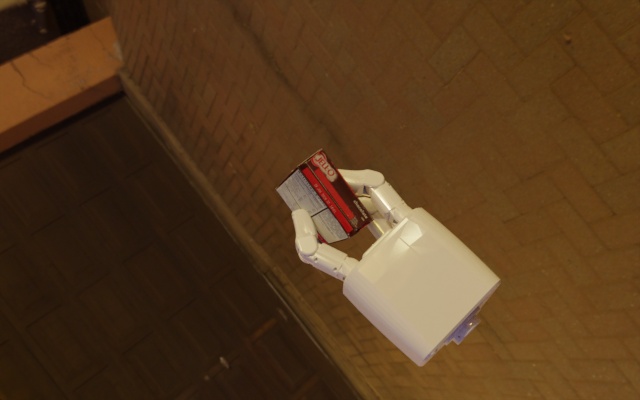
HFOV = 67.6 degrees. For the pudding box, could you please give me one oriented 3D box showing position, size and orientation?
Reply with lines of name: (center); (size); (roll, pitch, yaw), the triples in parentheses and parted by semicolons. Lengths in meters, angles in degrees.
pudding box: (0.000, 0.002, 0.520); (0.039, 0.090, 0.113); (-36, 2, -21)
